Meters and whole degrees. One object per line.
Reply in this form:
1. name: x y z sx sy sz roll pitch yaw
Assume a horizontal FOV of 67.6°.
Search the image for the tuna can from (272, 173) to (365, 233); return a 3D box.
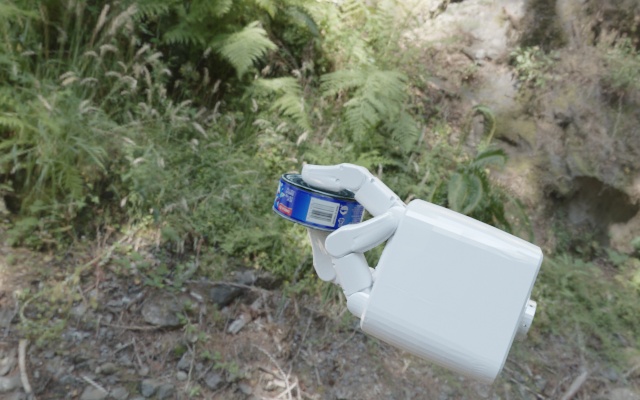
1. tuna can: 0.000 0.001 0.450 0.086 0.034 0.086 14 11 -3
